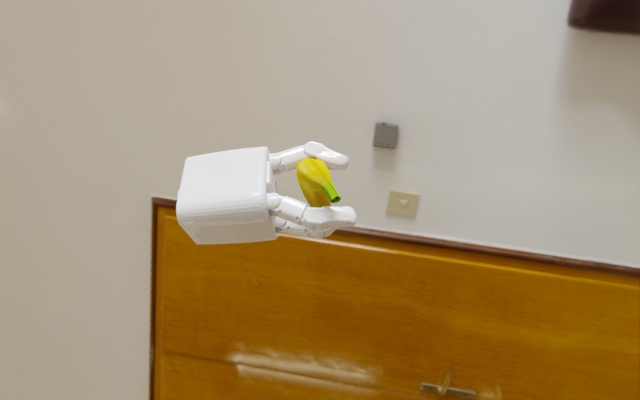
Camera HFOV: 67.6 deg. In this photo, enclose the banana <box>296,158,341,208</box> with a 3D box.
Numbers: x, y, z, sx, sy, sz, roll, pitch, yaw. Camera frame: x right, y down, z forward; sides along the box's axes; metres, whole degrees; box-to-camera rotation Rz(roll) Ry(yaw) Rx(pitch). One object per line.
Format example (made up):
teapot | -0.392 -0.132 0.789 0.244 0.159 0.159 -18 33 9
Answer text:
banana | -0.006 -0.016 0.612 0.037 0.069 0.198 -20 -5 -3
